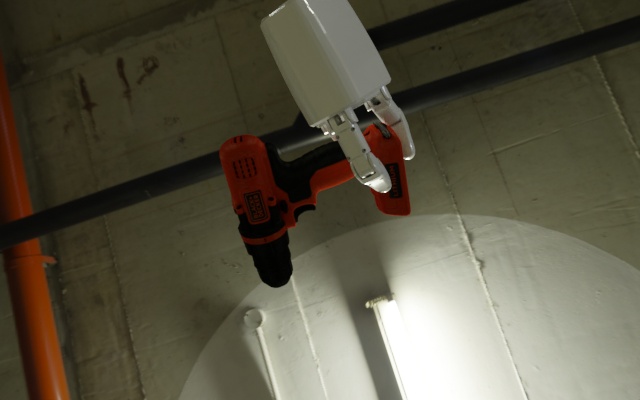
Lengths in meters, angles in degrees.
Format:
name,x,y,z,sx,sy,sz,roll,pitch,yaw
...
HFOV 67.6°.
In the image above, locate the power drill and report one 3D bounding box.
name,x,y,z,sx,sy,sz,roll,pitch,yaw
power drill,0.000,0.001,0.520,0.187,0.184,0.057,-15,30,-5
